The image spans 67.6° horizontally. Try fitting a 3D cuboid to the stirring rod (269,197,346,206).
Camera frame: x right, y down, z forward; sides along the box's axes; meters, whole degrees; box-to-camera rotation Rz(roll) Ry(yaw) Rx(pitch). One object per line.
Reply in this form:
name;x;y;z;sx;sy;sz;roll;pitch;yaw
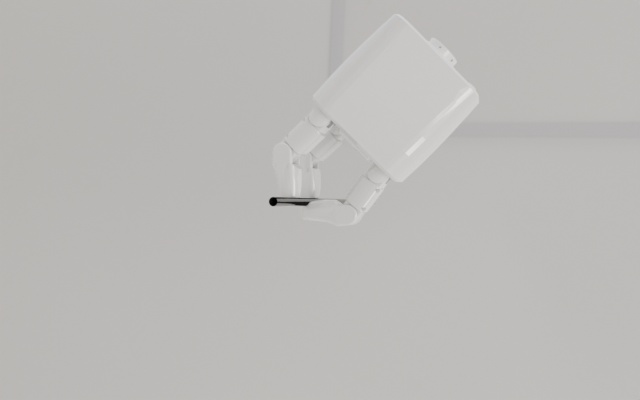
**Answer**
stirring rod;0.000;0.002;0.514;0.011;0.011;0.239;0;0;19
